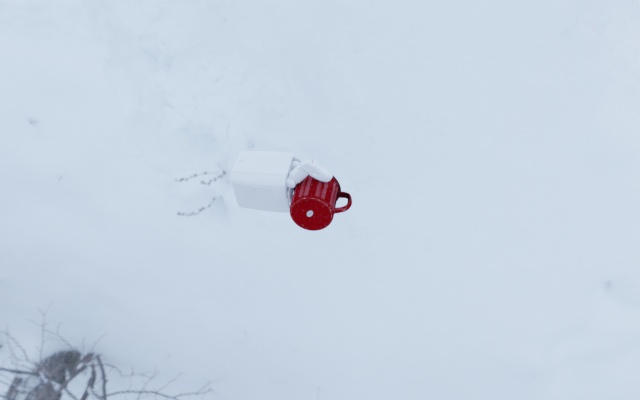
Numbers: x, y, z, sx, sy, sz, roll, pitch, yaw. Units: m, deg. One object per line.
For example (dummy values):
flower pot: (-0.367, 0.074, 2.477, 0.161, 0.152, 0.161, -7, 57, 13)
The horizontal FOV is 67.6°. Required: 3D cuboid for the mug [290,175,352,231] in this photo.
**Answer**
mug: (0.002, 0.003, 0.887, 0.117, 0.093, 0.081, 4, 38, 6)
